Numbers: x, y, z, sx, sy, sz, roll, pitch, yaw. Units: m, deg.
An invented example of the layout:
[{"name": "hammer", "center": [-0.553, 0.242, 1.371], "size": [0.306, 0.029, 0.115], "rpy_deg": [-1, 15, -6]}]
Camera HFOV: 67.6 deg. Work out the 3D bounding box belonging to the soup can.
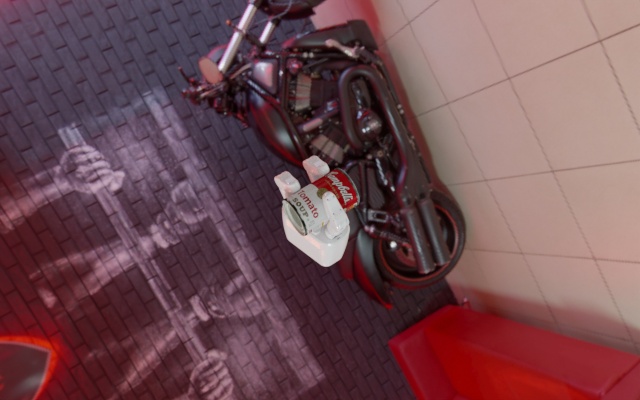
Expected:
[{"name": "soup can", "center": [0.000, 0.002, 0.744], "size": [0.102, 0.068, 0.068], "rpy_deg": [-31, 10, -17]}]
